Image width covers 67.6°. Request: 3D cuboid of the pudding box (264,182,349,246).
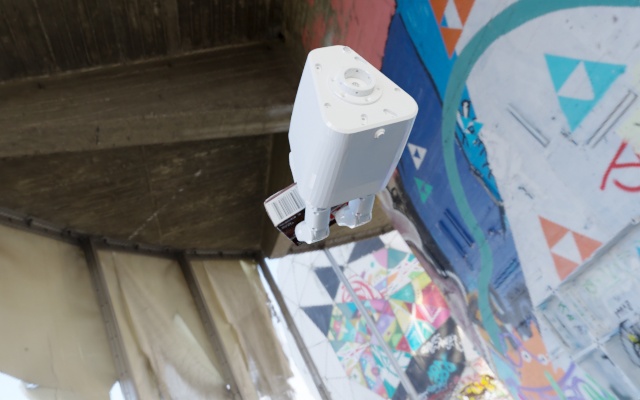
[{"bbox_3d":[0.000,0.002,0.564,0.113,0.039,0.090,-29,-25,2],"label":"pudding box"}]
